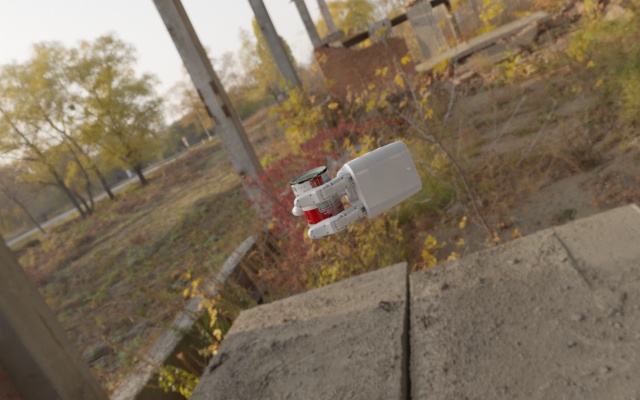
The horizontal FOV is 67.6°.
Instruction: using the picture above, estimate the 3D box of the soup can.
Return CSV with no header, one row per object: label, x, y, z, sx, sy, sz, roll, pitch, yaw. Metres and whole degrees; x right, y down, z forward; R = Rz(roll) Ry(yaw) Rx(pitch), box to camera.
soup can,0.000,0.003,0.794,0.068,0.102,0.068,-23,13,6
